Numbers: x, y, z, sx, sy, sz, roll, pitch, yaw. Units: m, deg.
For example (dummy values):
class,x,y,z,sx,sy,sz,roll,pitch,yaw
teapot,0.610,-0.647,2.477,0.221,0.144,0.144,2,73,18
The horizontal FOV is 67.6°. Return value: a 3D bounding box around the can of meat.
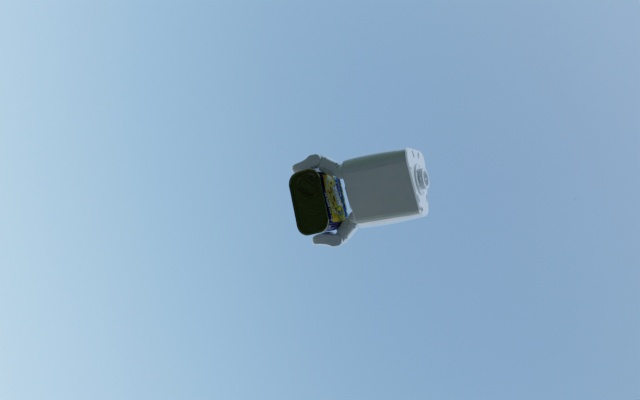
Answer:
class,x,y,z,sx,sy,sz,roll,pitch,yaw
can of meat,0.000,0.003,0.777,0.057,0.102,0.084,-15,-7,28
